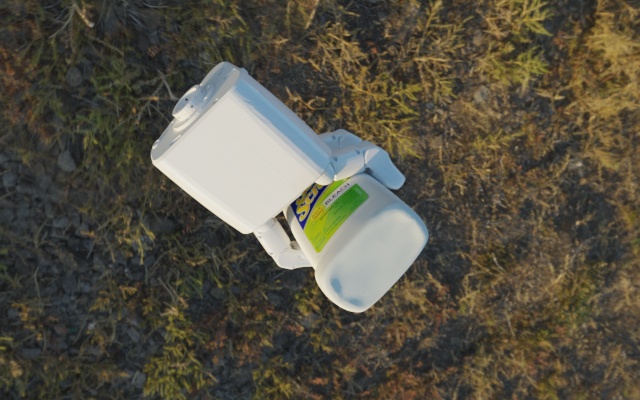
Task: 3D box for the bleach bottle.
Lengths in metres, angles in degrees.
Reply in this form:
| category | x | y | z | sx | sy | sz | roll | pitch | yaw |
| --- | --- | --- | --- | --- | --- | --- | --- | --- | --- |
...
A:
| category | x | y | z | sx | sy | sz | roll | pitch | yaw |
| --- | --- | --- | --- | --- | --- | --- | --- | --- | --- |
| bleach bottle | 0.000 | 0.002 | 0.488 | 0.068 | 0.102 | 0.250 | 43 | 0 | -32 |
